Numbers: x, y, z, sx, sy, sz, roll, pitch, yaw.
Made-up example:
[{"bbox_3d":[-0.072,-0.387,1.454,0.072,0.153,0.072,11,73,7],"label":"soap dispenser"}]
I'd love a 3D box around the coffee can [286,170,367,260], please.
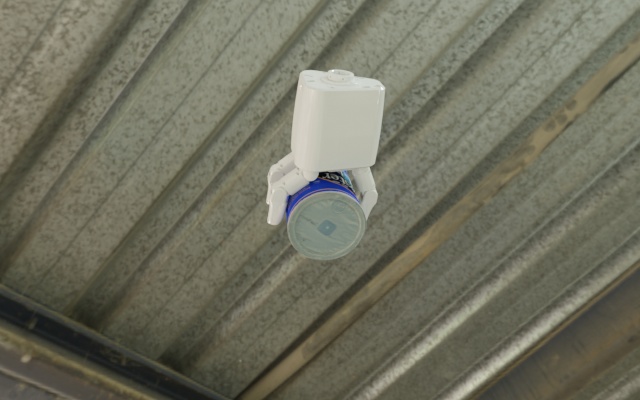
[{"bbox_3d":[0.000,0.002,0.672,0.103,0.103,0.140,0,29,-9],"label":"coffee can"}]
